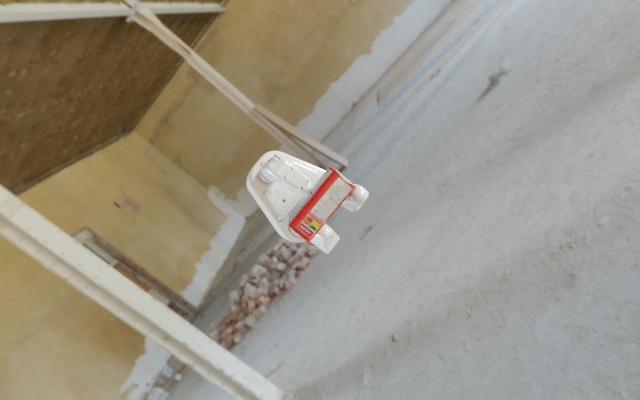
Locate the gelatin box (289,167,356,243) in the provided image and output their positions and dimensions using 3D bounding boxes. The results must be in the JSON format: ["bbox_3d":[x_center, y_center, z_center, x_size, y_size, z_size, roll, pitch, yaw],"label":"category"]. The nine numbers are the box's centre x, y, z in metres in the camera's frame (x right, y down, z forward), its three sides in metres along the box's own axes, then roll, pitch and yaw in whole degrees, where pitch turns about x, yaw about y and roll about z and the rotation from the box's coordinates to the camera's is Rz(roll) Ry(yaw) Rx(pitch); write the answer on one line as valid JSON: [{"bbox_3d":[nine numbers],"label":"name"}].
[{"bbox_3d":[0.000,0.001,0.509,0.030,0.073,0.089,40,3,-6],"label":"gelatin box"}]
